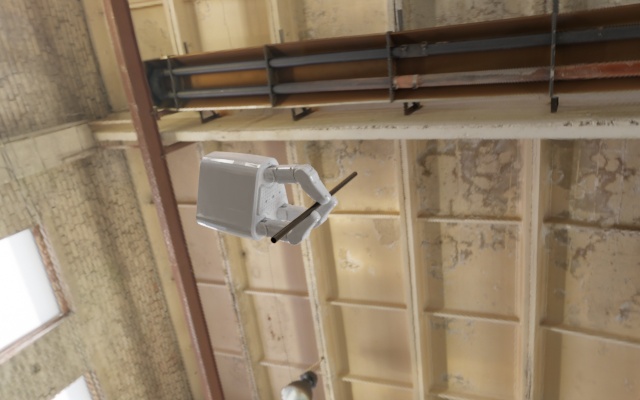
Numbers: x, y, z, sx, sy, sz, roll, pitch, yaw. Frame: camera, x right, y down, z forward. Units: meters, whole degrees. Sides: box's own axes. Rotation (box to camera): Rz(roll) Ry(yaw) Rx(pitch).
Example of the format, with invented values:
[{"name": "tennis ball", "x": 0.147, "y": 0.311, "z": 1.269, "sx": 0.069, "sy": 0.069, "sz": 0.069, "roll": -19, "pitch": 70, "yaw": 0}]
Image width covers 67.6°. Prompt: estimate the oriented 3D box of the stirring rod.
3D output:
[{"name": "stirring rod", "x": 0.000, "y": 0.002, "z": 0.644, "sx": 0.011, "sy": 0.011, "sz": 0.239, "roll": 0, "pitch": 21, "yaw": 29}]
